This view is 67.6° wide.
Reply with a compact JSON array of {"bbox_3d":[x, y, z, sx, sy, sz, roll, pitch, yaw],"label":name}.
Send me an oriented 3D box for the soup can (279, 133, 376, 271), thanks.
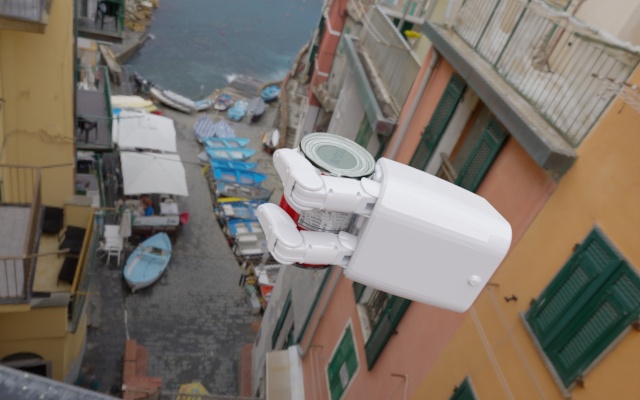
[{"bbox_3d":[0.000,0.001,0.417,0.068,0.102,0.068,14,33,-10],"label":"soup can"}]
